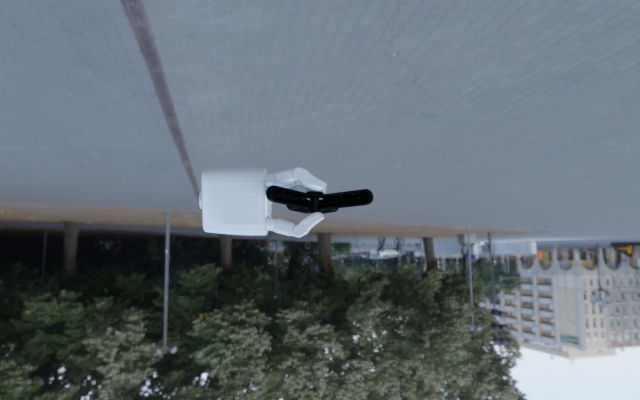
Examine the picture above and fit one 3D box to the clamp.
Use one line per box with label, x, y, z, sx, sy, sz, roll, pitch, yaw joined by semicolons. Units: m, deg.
clamp;0.000;0.004;0.814;0.164;0.036;0.210;2;-7;1
